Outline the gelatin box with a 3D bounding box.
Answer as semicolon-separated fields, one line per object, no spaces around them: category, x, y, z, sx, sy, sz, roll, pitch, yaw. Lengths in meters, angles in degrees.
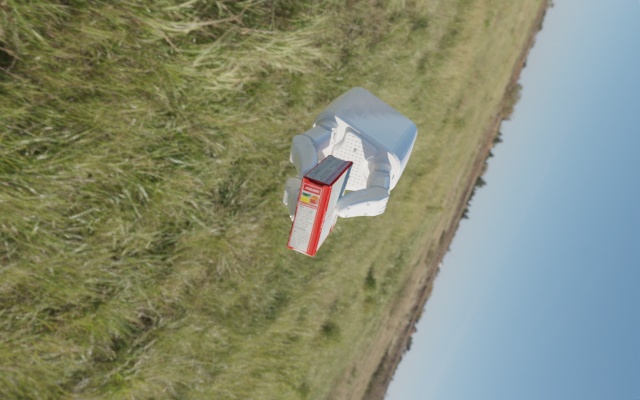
gelatin box;0.000;0.002;0.465;0.030;0.073;0.089;19;24;10
